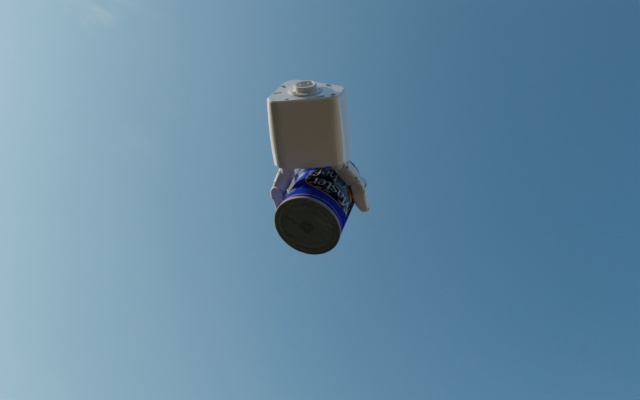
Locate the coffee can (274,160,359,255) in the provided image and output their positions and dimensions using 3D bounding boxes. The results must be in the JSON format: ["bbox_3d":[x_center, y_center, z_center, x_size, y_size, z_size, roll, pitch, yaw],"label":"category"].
[{"bbox_3d":[0.000,0.003,0.755,0.103,0.103,0.140,0,33,21],"label":"coffee can"}]
